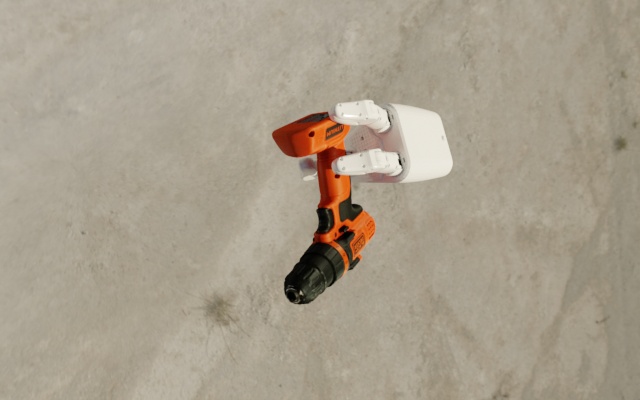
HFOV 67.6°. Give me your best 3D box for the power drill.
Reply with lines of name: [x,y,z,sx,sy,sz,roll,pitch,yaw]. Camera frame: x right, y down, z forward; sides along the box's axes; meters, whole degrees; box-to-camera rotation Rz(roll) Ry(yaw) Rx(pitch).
power drill: [0.000,0.001,0.545,0.057,0.188,0.184,1,23,28]
